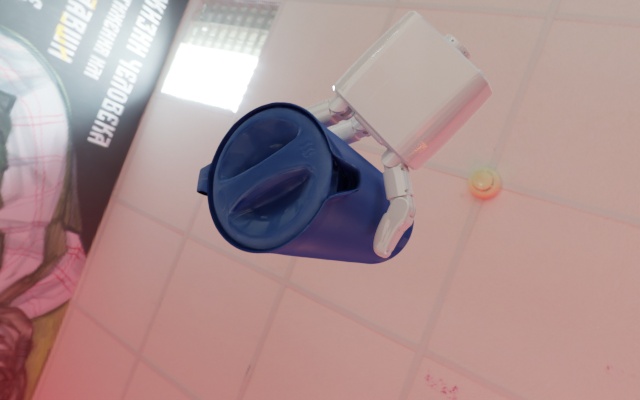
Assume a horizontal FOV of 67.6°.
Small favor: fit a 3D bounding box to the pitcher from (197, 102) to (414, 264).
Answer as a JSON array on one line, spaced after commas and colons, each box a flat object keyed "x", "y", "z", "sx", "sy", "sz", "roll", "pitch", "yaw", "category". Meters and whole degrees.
[{"x": 0.000, "y": 0.002, "z": 0.509, "sx": 0.149, "sy": 0.145, "sz": 0.243, "roll": 52, "pitch": 15, "yaw": 30, "category": "pitcher"}]
